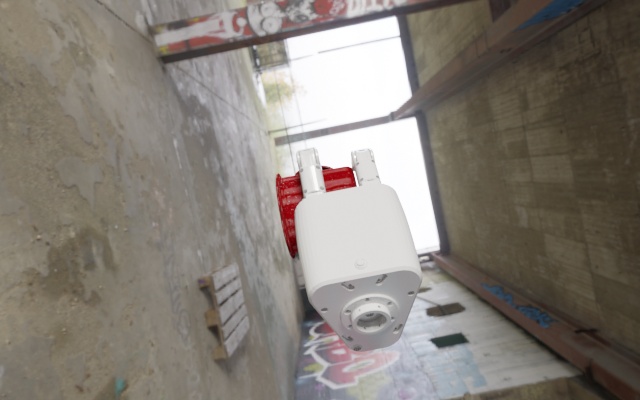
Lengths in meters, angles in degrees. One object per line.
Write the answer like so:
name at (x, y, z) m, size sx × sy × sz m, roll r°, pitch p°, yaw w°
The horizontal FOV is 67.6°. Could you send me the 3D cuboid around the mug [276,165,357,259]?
mug at (0.000, 0.001, 0.523) m, size 0.081 × 0.093 × 0.117 m, roll -11°, pitch 40°, yaw 1°
